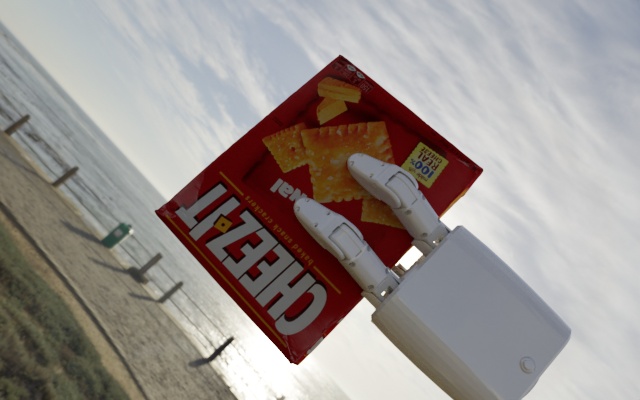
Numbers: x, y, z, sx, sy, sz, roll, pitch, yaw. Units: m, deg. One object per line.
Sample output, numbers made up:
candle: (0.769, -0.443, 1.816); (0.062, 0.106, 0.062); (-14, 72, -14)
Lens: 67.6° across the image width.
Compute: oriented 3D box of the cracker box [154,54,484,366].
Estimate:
cracker box: (0.000, 0.001, 0.403); (0.213, 0.164, 0.072); (-43, -15, -13)
